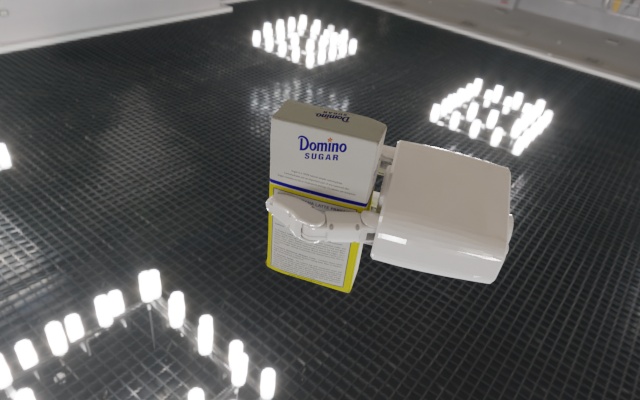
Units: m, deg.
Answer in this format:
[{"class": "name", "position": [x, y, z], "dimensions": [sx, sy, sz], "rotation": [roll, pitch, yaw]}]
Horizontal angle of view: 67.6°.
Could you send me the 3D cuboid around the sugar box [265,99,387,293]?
[{"class": "sugar box", "position": [0.000, 0.001, 0.446], "dimensions": [0.093, 0.176, 0.048], "rotation": [15, 36, 10]}]
